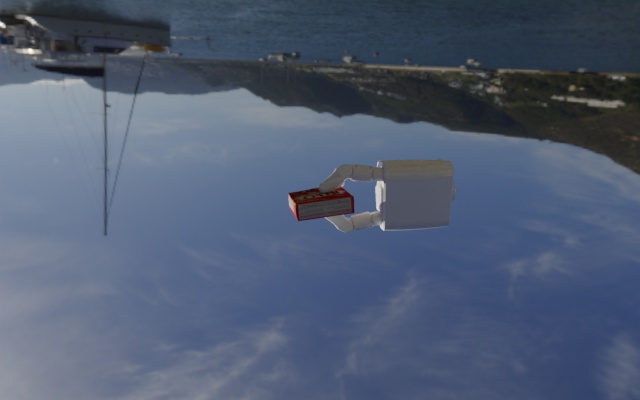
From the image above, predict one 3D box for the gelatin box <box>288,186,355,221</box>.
[{"bbox_3d":[0.000,0.003,0.731,0.089,0.030,0.073,-9,16,-11],"label":"gelatin box"}]
